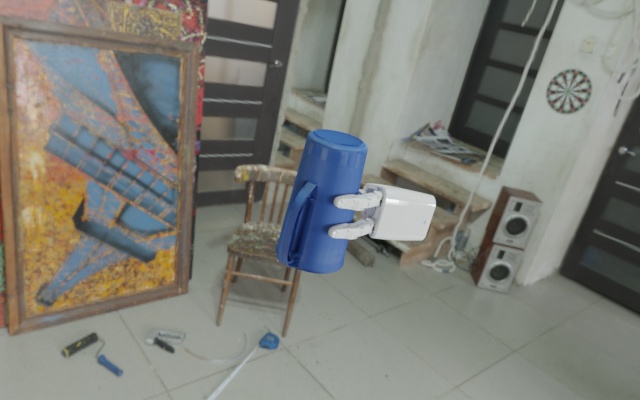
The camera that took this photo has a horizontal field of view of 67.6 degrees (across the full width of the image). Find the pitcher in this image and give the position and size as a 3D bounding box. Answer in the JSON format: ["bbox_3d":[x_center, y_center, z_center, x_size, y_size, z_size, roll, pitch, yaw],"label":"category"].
[{"bbox_3d":[0.000,0.003,0.859,0.145,0.243,0.149,7,22,-16],"label":"pitcher"}]
